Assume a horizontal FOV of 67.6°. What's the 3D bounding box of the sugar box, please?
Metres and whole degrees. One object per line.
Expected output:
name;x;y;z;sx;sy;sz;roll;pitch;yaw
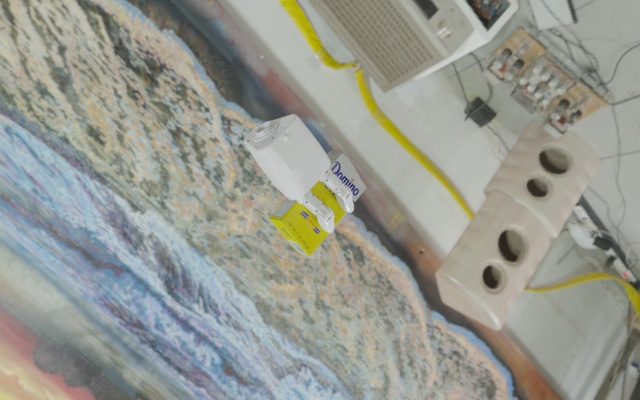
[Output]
sugar box;0.000;0.003;0.844;0.176;0.093;0.048;-48;31;-21
